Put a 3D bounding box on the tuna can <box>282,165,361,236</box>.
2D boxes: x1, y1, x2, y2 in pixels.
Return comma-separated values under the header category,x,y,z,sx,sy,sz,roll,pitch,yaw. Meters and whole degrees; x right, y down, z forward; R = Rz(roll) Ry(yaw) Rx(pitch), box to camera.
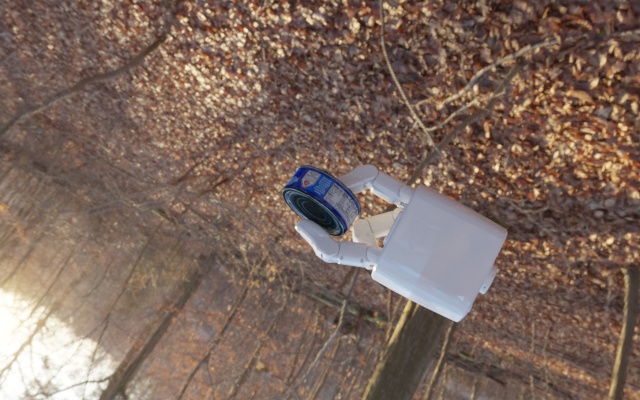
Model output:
category,x,y,z,sx,sy,sz,roll,pitch,yaw
tuna can,0.000,0.002,0.530,0.086,0.033,0.086,31,-21,13
